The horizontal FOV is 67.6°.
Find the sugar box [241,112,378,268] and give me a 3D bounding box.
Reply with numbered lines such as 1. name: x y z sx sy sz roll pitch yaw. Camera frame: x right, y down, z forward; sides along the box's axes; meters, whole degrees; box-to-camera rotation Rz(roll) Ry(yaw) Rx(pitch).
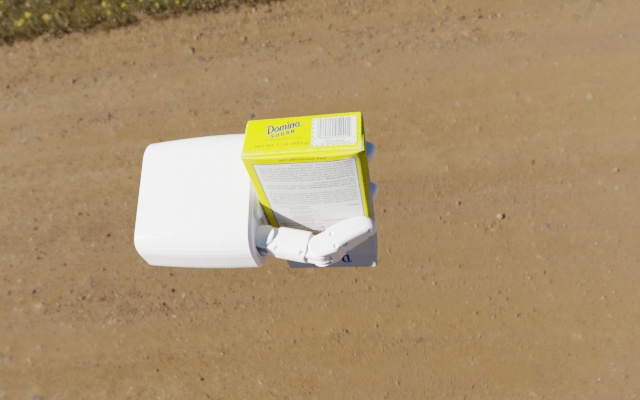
1. sugar box: 0.000 0.001 0.425 0.093 0.048 0.176 -2 -34 9
